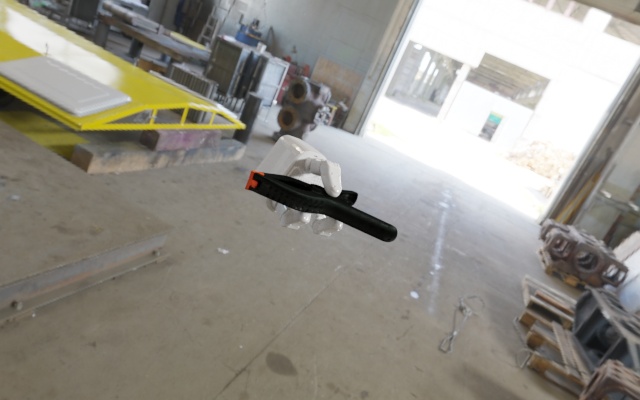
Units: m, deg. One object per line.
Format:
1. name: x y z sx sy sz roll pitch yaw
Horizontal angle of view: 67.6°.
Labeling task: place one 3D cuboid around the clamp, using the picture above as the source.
1. clamp: 0.000 0.001 0.673 0.210 0.036 0.164 14 14 -29
